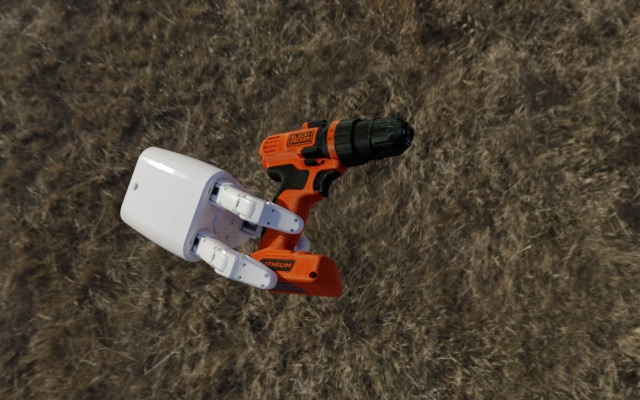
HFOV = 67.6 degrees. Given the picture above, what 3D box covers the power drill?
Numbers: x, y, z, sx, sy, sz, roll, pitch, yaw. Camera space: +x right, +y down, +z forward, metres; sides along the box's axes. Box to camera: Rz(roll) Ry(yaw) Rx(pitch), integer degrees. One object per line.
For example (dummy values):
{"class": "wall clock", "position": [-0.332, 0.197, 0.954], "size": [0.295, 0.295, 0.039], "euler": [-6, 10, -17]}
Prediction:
{"class": "power drill", "position": [0.000, 0.002, 0.492], "size": [0.184, 0.187, 0.057], "euler": [-5, -30, 35]}
